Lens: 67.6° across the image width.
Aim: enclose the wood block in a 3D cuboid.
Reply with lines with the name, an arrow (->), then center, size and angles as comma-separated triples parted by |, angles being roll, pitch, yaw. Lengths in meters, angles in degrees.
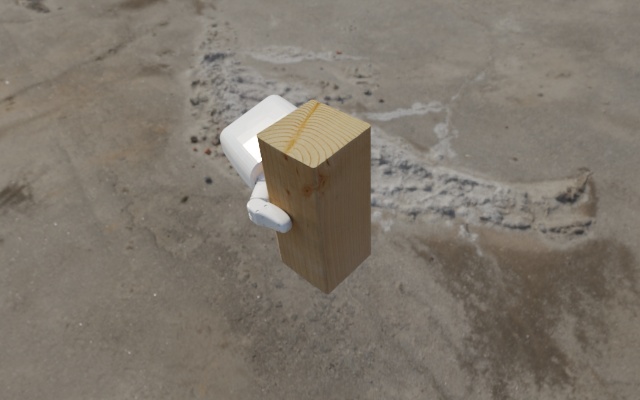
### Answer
wood block -> 0.000, 0.002, 0.567 | 0.090, 0.206, 0.090 | 31, 55, 33
